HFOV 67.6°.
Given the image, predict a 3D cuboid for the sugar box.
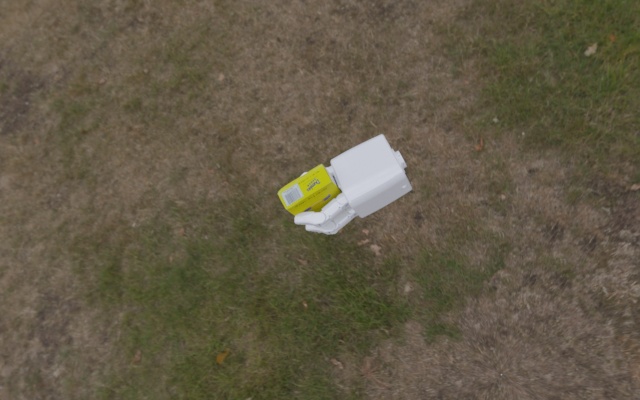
[{"bbox_3d":[0.000,0.003,0.872,0.093,0.048,0.176,-31,-27,8],"label":"sugar box"}]
